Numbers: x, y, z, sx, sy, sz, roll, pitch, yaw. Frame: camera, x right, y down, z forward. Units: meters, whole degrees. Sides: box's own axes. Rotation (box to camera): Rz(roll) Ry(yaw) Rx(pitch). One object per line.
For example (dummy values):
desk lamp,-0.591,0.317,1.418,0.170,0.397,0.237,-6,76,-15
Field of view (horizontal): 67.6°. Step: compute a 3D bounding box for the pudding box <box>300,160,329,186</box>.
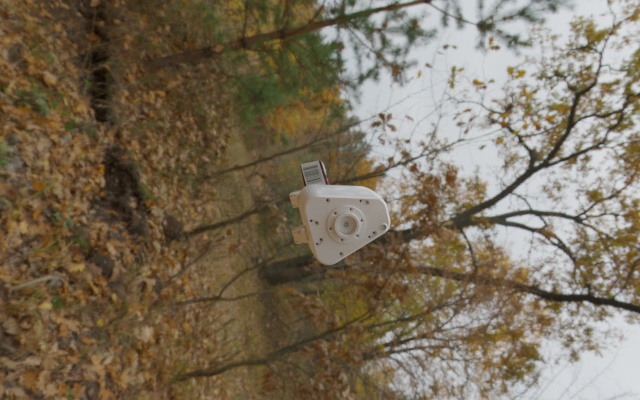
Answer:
pudding box,0.000,0.002,0.781,0.039,0.113,0.090,-13,-20,-2
